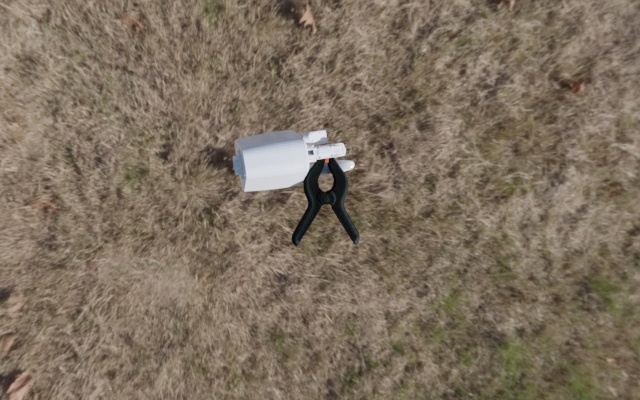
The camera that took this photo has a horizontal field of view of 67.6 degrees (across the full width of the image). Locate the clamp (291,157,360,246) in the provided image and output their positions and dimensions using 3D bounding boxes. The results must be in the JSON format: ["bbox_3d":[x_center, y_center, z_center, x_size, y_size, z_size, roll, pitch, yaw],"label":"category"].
[{"bbox_3d":[0.000,0.003,0.836,0.120,0.171,0.039,-10,4,-14],"label":"clamp"}]
